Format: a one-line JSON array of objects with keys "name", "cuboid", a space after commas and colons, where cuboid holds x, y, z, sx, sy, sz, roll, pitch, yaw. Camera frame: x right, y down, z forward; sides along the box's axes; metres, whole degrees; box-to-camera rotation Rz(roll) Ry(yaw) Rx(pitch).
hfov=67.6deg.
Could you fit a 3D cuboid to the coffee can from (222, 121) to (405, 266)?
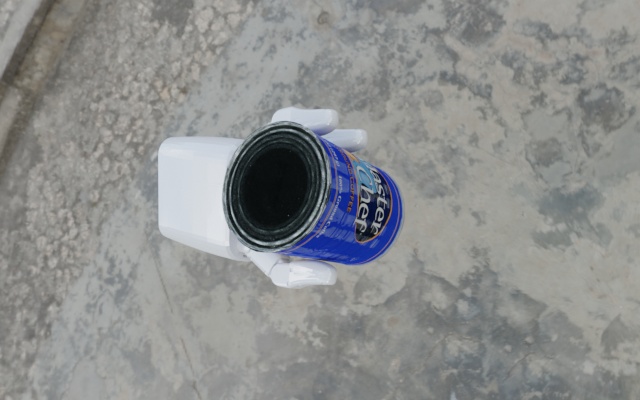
[{"name": "coffee can", "cuboid": [0.000, 0.001, 0.418, 0.103, 0.103, 0.140, 0, -11, 32]}]
